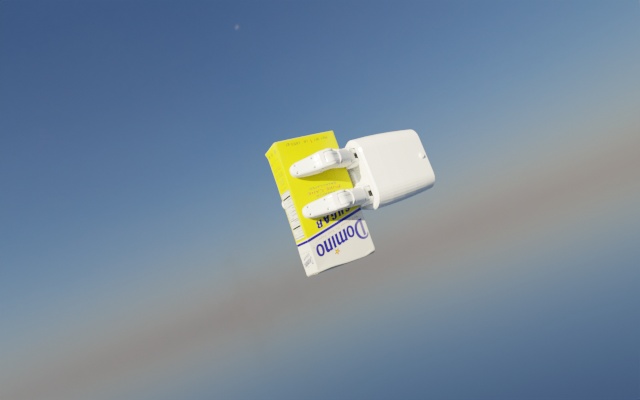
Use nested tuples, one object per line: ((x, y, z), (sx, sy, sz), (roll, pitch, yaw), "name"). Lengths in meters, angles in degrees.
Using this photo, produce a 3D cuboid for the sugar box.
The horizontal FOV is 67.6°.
((0.000, 0.002, 0.635), (0.093, 0.176, 0.048), (-17, -10, -27), "sugar box")
